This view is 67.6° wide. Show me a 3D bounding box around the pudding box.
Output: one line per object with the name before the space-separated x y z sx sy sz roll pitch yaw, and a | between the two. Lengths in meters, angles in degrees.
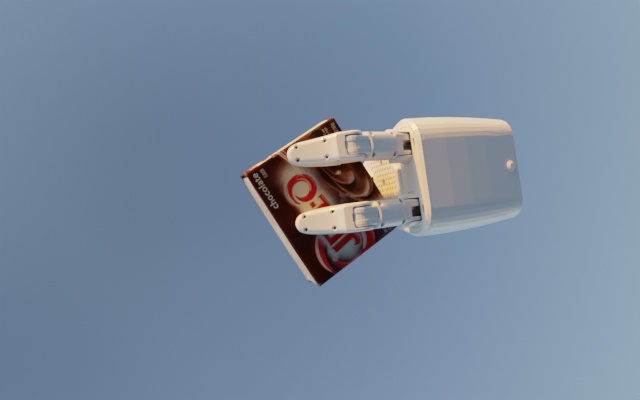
pudding box | 0.000 0.001 0.406 0.090 0.113 0.039 -36 7 -17
